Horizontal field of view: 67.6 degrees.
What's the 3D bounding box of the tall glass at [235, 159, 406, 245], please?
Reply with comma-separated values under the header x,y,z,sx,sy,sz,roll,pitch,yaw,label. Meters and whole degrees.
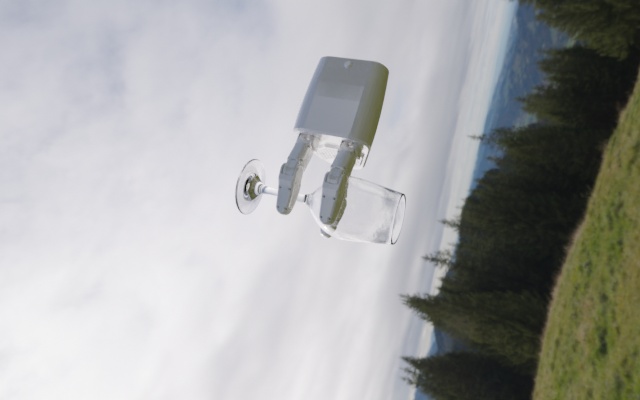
x,y,z,sx,sy,sz,roll,pitch,yaw,label
-0.001,0.002,0.590,0.201,0.079,0.079,13,4,19,tall glass
